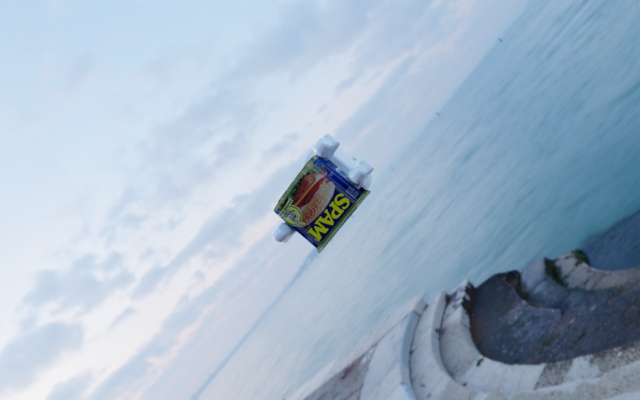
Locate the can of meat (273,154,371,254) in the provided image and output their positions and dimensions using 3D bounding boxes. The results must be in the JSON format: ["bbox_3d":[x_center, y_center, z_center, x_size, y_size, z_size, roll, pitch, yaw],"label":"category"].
[{"bbox_3d":[0.000,0.002,0.614,0.084,0.102,0.057,40,19,4],"label":"can of meat"}]
